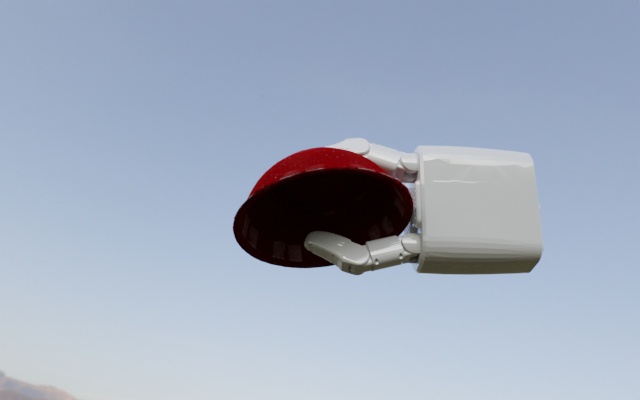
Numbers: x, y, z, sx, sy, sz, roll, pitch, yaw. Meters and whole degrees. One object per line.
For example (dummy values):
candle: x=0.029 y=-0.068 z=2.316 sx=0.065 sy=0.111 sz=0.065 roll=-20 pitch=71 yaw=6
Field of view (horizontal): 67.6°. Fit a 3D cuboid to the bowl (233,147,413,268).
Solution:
bowl: x=-0.001 y=0.001 z=0.439 sx=0.162 sy=0.055 sz=0.162 roll=-7 pitch=-34 yaw=-5
